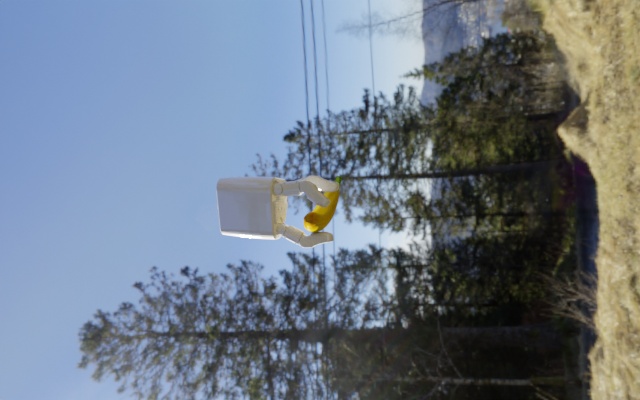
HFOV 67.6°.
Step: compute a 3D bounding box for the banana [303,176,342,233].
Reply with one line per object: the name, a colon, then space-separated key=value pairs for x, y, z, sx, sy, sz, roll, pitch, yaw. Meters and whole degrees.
banana: x=0.001 y=0.018 z=0.876 sx=0.037 sy=0.070 sz=0.197 roll=7 pitch=25 yaw=13
